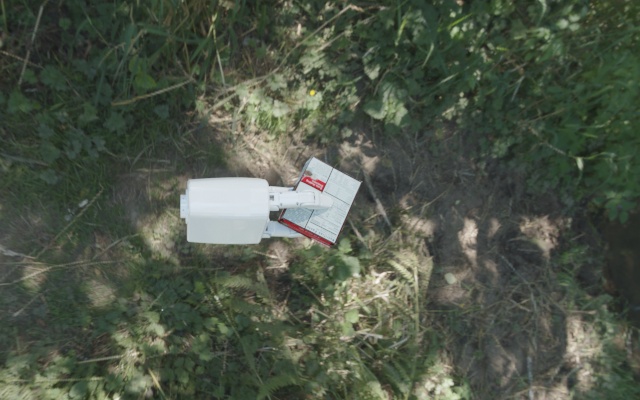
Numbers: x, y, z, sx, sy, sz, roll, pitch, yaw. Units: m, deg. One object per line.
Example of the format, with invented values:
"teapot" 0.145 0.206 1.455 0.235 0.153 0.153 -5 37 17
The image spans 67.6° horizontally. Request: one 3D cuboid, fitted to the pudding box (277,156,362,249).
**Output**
"pudding box" 0.000 0.002 0.716 0.090 0.113 0.039 28 -18 -8
